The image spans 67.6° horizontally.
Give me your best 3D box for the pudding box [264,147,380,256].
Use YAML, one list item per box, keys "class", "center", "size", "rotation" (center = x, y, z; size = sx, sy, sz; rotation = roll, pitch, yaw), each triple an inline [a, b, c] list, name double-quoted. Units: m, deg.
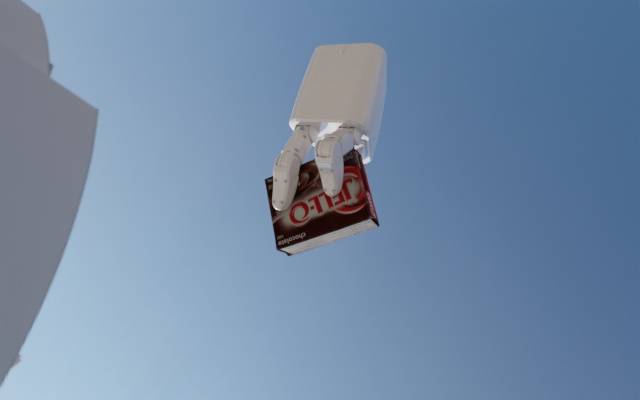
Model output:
- class: "pudding box"
  center: [0.000, 0.002, 0.528]
  size: [0.113, 0.090, 0.039]
  rotation: [-21, -28, 17]
